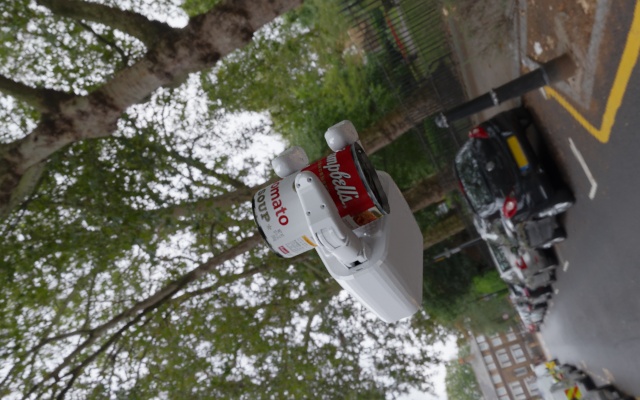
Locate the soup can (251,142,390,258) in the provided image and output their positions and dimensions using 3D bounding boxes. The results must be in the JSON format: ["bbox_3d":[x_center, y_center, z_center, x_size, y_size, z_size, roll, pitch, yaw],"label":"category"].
[{"bbox_3d":[0.000,0.001,0.417,0.102,0.068,0.068,-25,-7,16],"label":"soup can"}]
